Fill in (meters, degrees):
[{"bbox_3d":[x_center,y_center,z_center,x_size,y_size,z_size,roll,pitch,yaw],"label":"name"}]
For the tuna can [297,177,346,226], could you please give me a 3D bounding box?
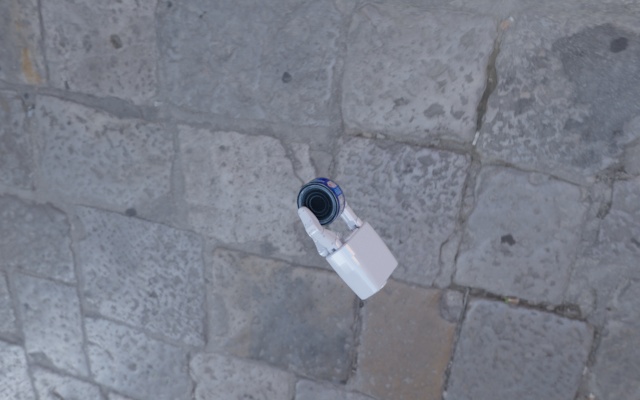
[{"bbox_3d":[0.000,0.003,0.876,0.086,0.086,0.033,0,17,25],"label":"tuna can"}]
